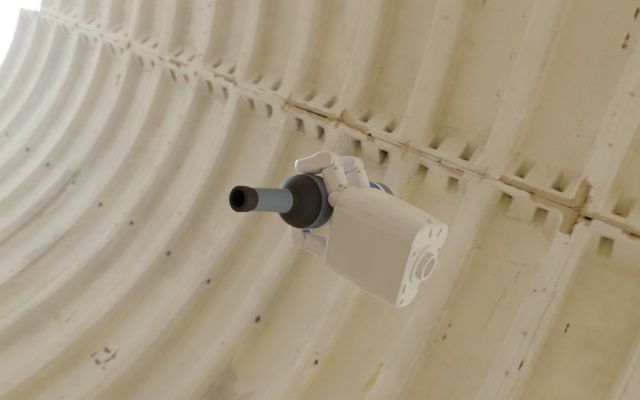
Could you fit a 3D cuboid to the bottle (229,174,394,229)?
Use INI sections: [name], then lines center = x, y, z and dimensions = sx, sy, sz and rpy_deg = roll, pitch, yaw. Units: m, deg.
[bottle]
center = 0.000, 0.002, 0.604
dimensions = 0.069, 0.069, 0.296
rpy_deg = 0, -1, 35
